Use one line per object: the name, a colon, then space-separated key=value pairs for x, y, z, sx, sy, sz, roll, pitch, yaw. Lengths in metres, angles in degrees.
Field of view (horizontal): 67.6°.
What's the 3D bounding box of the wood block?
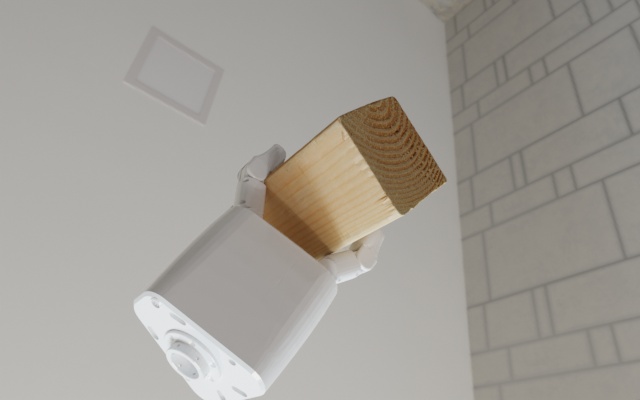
wood block: x=0.000 y=0.001 z=0.453 sx=0.206 sy=0.091 sz=0.090 roll=-33 pitch=-2 yaw=43
